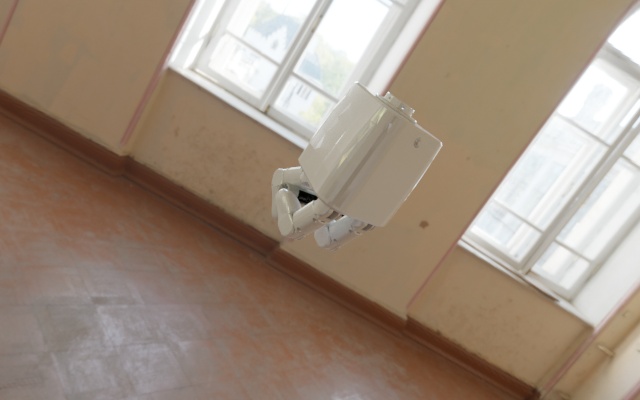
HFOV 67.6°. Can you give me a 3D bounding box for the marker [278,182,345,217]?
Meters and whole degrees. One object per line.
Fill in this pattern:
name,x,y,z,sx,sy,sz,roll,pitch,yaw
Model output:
marker,0.000,0.002,0.565,0.020,0.020,0.121,0,-13,44
